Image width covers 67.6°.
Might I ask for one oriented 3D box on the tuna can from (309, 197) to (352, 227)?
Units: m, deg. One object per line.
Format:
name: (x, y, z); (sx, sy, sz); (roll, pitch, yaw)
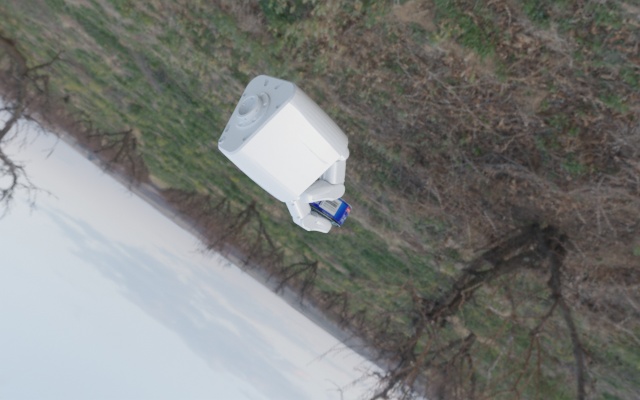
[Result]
tuna can: (0.000, 0.003, 0.671); (0.086, 0.033, 0.086); (31, -6, 4)
